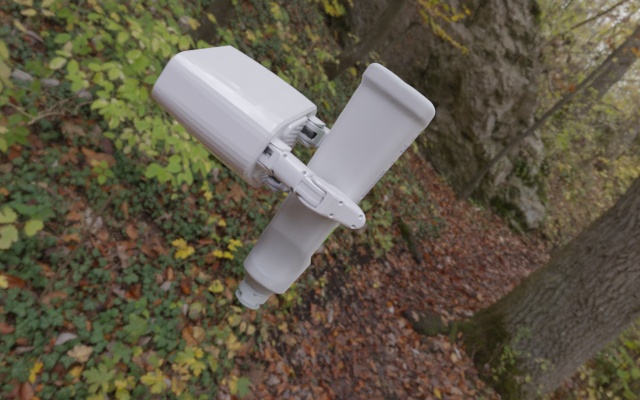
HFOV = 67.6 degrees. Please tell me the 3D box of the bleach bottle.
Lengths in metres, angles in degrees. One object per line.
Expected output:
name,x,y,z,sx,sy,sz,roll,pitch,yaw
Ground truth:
bleach bottle,0.000,0.001,0.438,0.068,0.251,0.102,38,12,6
